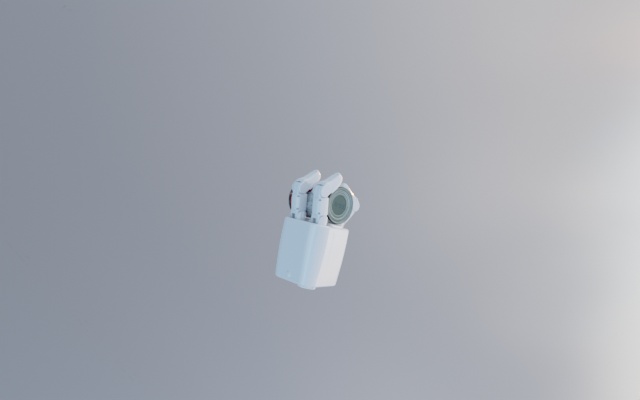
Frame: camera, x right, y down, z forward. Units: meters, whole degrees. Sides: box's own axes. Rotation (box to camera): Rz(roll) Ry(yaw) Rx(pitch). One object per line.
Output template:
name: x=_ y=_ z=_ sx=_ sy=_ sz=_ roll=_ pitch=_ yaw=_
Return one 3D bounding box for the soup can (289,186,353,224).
soup can: x=0.001 y=0.002 z=0.861 sx=0.068 sy=0.068 sz=0.102 roll=0 pitch=7 yaw=-43
